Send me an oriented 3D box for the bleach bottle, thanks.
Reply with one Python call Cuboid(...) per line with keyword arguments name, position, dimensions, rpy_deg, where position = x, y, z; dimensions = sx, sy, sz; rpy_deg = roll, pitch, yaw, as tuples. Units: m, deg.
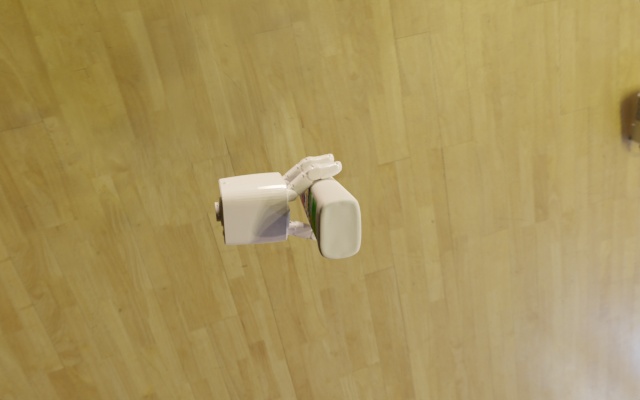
Cuboid(name="bleach bottle", position=(0.000, 0.003, 0.823), dimensions=(0.068, 0.103, 0.250), rpy_deg=(-6, 20, -13))
